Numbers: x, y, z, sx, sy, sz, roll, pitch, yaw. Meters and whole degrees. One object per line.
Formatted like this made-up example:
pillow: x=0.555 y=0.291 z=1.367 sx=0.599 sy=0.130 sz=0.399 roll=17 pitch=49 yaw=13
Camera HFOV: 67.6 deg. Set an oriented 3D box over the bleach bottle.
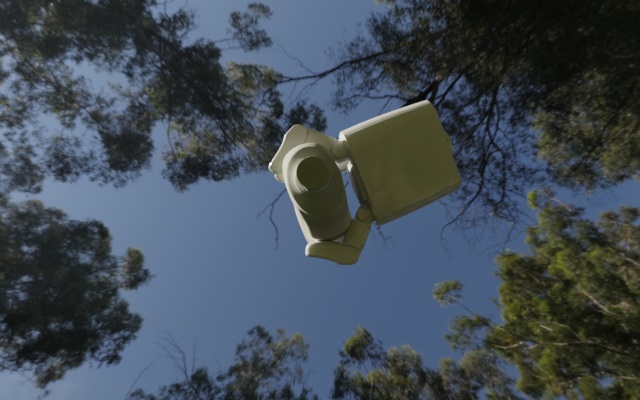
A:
bleach bottle: x=0.000 y=0.002 z=0.524 sx=0.068 sy=0.102 sz=0.251 roll=-22 pitch=-8 yaw=-2
